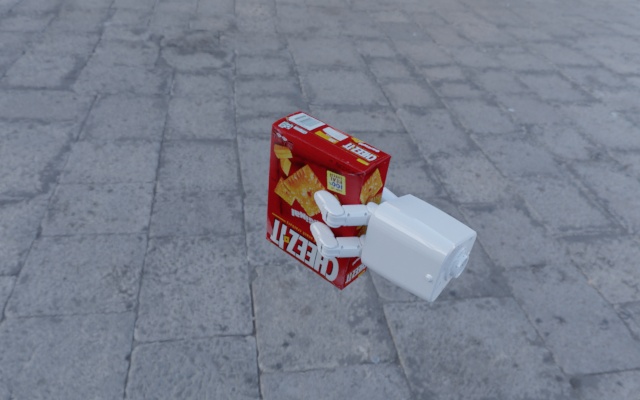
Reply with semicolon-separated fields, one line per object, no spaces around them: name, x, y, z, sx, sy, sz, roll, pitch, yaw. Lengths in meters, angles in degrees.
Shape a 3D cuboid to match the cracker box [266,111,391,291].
cracker box;0.000;0.002;0.693;0.164;0.214;0.072;31;42;28
